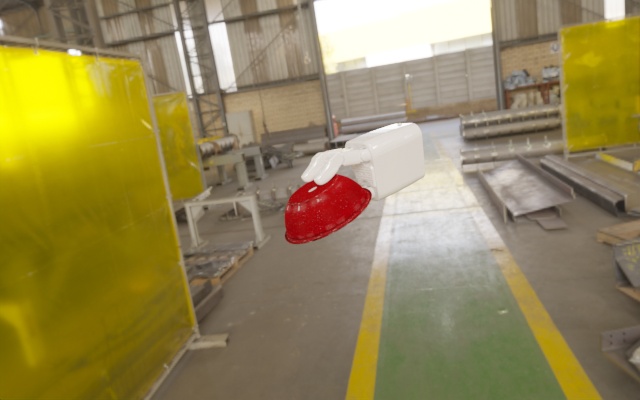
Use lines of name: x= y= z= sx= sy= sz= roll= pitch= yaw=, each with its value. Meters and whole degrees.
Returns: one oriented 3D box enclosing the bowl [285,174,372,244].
bowl: x=-0.001 y=0.003 z=0.779 sx=0.162 sy=0.055 sz=0.162 roll=-26 pitch=19 yaw=10
